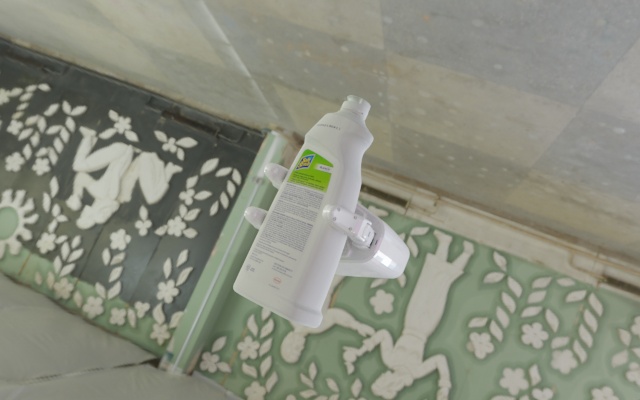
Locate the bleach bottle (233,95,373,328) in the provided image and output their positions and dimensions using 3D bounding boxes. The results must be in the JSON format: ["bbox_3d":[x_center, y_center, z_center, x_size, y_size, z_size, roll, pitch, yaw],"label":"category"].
[{"bbox_3d":[0.000,0.002,0.524,0.102,0.251,0.068,18,-11,34],"label":"bleach bottle"}]
